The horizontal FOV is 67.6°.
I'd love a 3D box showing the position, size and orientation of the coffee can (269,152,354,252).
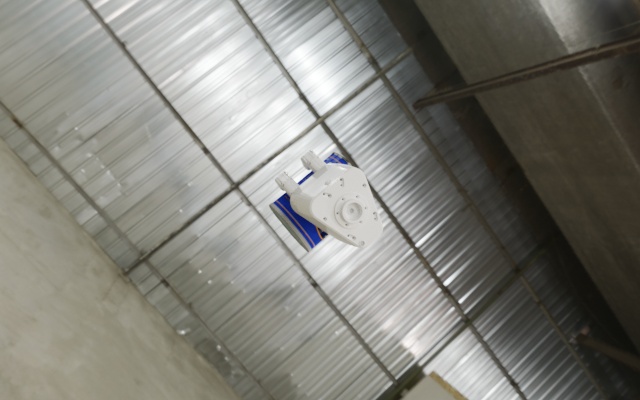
[{"bbox_3d":[0.000,0.003,0.796,0.140,0.103,0.103,-40,7,-9],"label":"coffee can"}]
